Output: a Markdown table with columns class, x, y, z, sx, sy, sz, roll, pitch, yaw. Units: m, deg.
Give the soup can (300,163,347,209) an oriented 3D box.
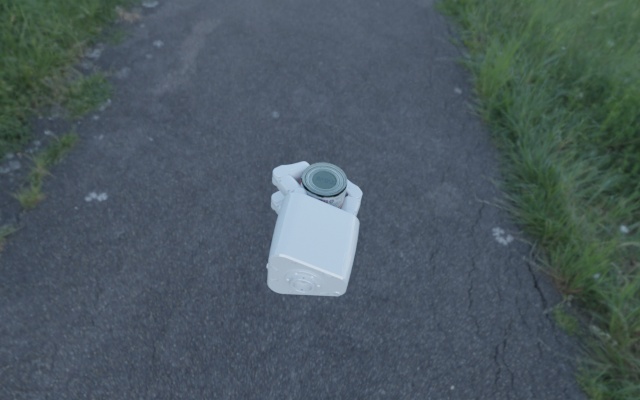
| class | x | y | z | sx | sy | sz | roll | pitch | yaw |
| --- | --- | --- | --- | --- | --- | --- | --- | --- | --- |
| soup can | 0.000 | 0.002 | 0.708 | 0.068 | 0.068 | 0.102 | 0 | -41 | -8 |
